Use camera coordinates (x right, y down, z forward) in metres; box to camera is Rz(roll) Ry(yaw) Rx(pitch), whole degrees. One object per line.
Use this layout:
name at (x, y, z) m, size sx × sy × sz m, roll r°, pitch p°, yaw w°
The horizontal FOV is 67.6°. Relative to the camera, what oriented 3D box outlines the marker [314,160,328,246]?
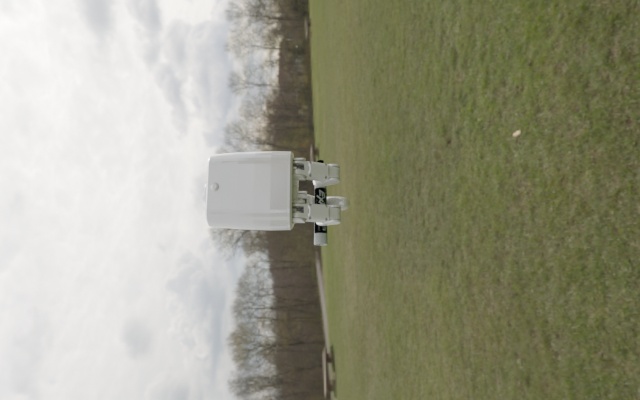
marker at (0.000, 0.002, 0.669) m, size 0.020 × 0.121 × 0.020 m, roll 0°, pitch -12°, yaw 0°
